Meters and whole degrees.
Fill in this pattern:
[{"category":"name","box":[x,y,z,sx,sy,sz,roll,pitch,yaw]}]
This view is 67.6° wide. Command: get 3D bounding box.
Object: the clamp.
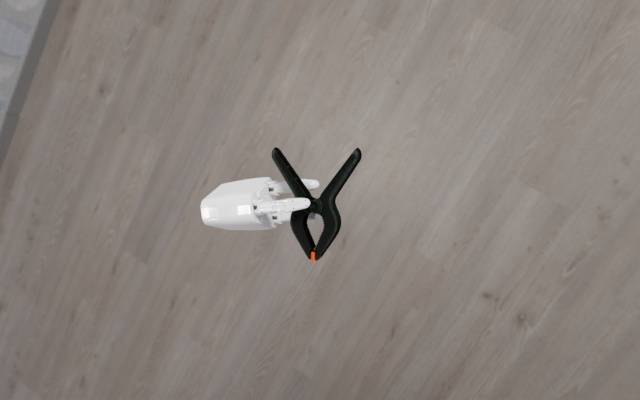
[{"category":"clamp","box":[0.000,0.003,0.838,0.164,0.210,0.036,-5,5,21]}]
